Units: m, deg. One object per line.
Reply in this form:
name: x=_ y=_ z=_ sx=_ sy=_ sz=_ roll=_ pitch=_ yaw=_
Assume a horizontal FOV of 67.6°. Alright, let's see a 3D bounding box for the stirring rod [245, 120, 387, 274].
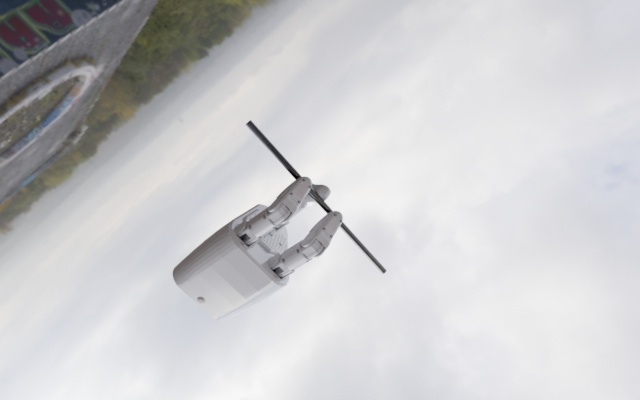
stirring rod: x=0.000 y=0.002 z=0.544 sx=0.011 sy=0.239 sz=0.011 roll=-37 pitch=18 yaw=15
